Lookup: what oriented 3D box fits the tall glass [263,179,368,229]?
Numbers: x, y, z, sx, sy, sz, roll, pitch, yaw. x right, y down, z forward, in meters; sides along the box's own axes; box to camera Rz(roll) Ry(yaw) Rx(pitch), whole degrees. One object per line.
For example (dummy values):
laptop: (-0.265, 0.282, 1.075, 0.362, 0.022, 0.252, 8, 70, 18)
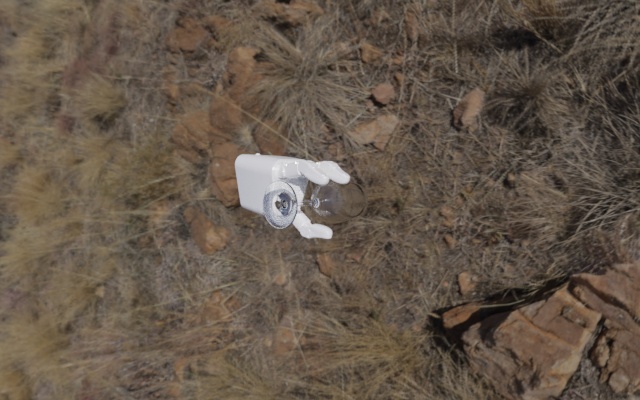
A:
tall glass: (0.000, 0.003, 0.805, 0.079, 0.079, 0.201, 0, 2, 40)
